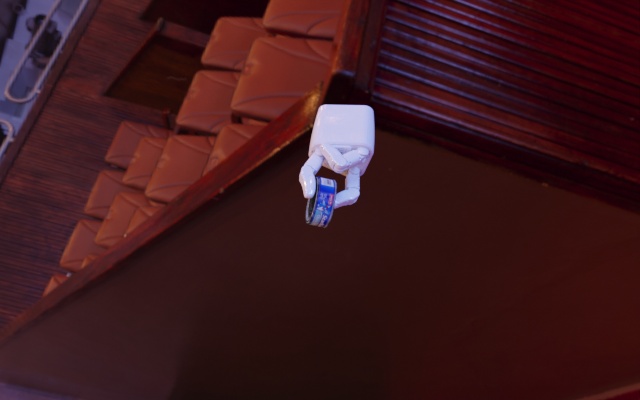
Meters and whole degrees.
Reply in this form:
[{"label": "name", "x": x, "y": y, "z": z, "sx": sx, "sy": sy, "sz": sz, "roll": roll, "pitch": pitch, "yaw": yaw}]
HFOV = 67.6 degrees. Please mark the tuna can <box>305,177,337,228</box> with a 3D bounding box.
[{"label": "tuna can", "x": 0.000, "y": 0.003, "z": 0.832, "sx": 0.034, "sy": 0.086, "sz": 0.086, "roll": 12, "pitch": -2, "yaw": -11}]
